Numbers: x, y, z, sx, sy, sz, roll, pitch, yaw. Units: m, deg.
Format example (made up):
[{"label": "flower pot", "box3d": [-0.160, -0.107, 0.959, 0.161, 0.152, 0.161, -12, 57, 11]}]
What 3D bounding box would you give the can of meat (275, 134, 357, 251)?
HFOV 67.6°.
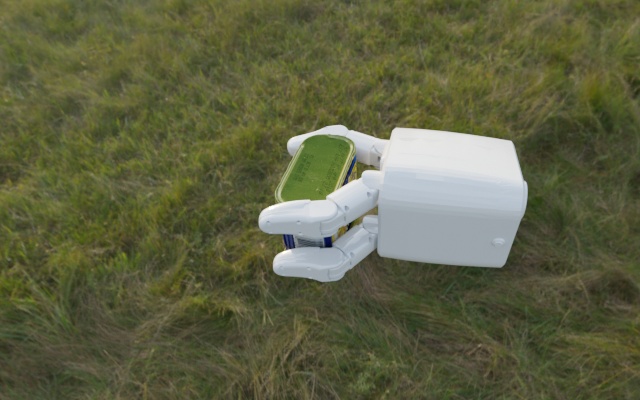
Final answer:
[{"label": "can of meat", "box3d": [0.000, 0.001, 0.434, 0.057, 0.102, 0.084, 10, -40, 14]}]
